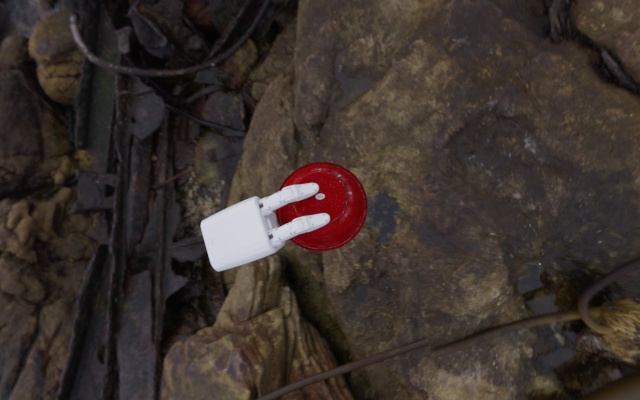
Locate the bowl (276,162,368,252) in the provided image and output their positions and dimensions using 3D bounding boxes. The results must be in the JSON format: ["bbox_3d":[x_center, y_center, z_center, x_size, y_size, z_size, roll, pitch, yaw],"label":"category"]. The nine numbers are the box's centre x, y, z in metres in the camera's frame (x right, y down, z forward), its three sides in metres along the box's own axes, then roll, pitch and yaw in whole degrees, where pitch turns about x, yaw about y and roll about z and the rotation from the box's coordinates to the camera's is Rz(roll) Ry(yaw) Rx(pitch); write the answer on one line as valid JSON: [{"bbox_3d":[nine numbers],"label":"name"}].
[{"bbox_3d":[0.001,0.002,0.807,0.162,0.162,0.055,0,-15,3],"label":"bowl"}]
